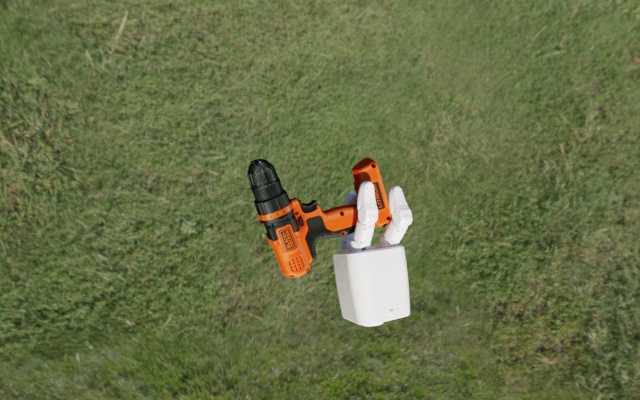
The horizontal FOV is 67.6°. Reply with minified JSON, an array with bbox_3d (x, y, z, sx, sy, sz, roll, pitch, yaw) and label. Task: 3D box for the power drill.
[{"bbox_3d":[0.001,0.002,0.706,0.187,0.184,0.057,-21,18,-9],"label":"power drill"}]
